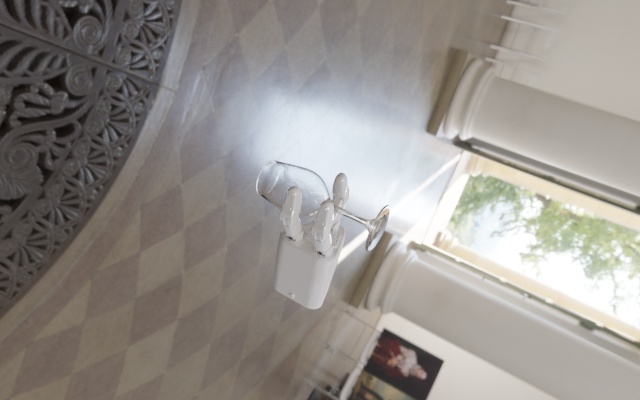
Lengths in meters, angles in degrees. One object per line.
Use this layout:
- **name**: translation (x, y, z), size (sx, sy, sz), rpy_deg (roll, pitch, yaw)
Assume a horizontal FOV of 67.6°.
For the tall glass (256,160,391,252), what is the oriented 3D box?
- **tall glass**: translation (0.001, 0.003, 0.728), size (0.201, 0.079, 0.079), rpy_deg (25, 9, 21)
